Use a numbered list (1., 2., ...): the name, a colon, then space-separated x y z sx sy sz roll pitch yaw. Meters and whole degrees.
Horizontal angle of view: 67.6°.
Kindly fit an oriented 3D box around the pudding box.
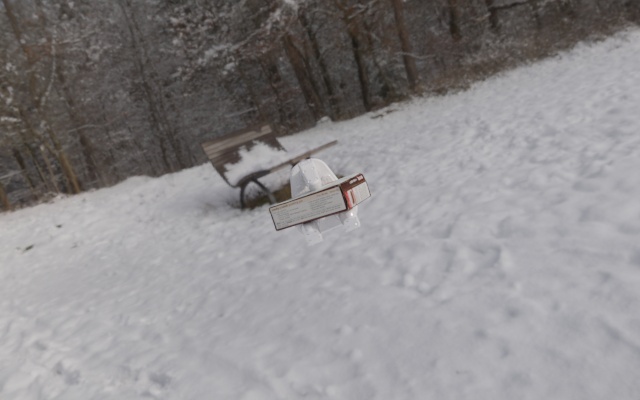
1. pudding box: 0.000 0.002 0.644 0.113 0.039 0.090 -20 4 27
